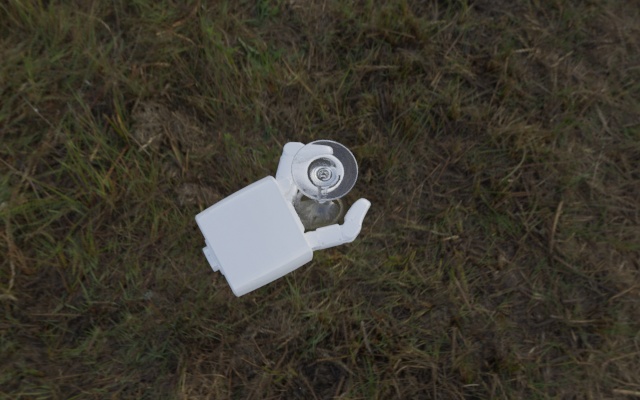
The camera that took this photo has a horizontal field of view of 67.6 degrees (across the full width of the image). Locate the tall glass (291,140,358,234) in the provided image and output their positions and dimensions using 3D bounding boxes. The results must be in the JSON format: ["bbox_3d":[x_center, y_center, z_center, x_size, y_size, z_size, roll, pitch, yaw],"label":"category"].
[{"bbox_3d":[0.000,0.002,0.620,0.079,0.079,0.201,0,-21,-2],"label":"tall glass"}]
